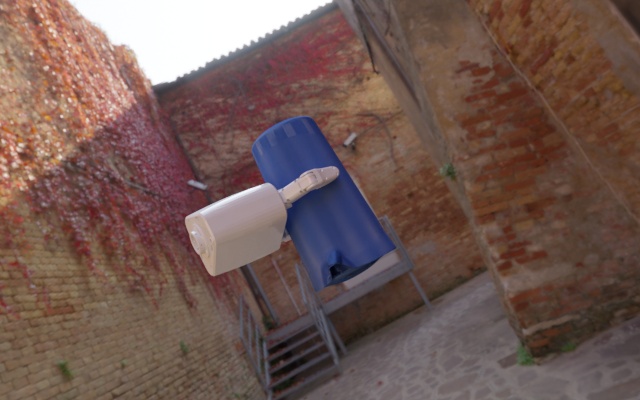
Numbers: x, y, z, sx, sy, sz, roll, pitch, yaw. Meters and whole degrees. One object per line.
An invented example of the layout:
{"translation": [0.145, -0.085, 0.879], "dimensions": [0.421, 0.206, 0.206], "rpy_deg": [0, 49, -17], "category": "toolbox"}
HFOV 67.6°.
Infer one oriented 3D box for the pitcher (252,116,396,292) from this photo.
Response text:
{"translation": [0.000, 0.002, 0.717], "dimensions": [0.145, 0.243, 0.149], "rpy_deg": [-24, -10, -28], "category": "pitcher"}
